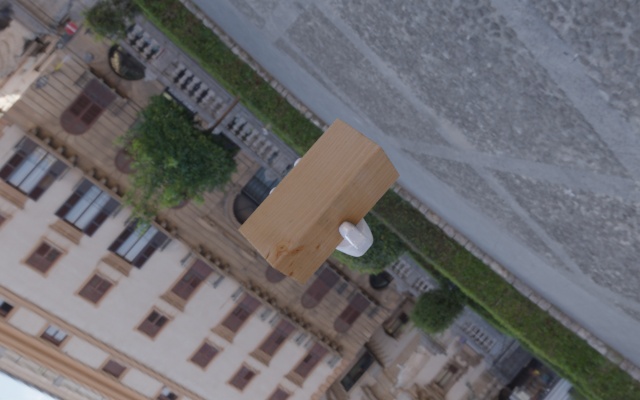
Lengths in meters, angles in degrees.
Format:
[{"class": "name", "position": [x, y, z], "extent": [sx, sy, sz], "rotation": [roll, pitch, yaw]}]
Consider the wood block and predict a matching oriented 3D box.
[{"class": "wood block", "position": [0.000, 0.003, 0.662], "extent": [0.090, 0.206, 0.090], "rotation": [40, -2, 35]}]
